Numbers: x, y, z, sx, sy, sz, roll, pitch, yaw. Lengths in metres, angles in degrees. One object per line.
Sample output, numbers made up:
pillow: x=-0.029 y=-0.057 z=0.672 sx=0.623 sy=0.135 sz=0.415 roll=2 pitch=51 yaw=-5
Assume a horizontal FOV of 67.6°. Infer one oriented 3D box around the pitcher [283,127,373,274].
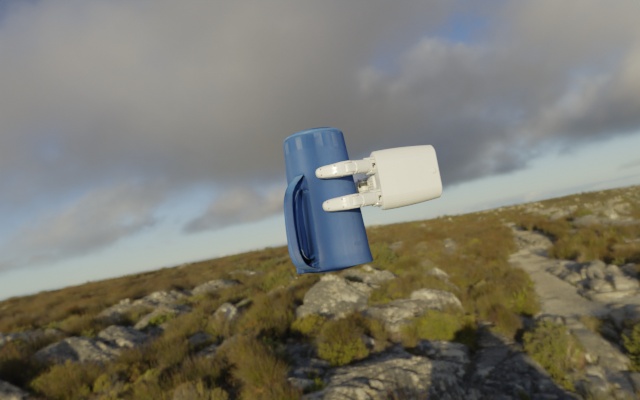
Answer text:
pitcher: x=0.000 y=0.003 z=0.821 sx=0.145 sy=0.243 sz=0.149 roll=-9 pitch=-5 yaw=-9
